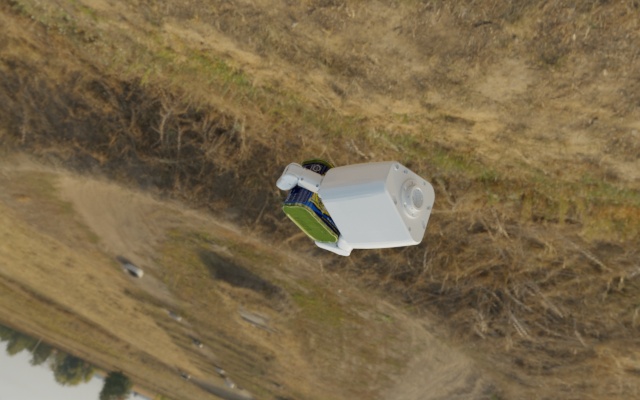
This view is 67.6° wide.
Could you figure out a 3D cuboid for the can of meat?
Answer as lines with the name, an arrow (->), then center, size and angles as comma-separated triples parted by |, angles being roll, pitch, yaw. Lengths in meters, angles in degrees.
can of meat -> 0.000, 0.002, 0.696 | 0.057, 0.084, 0.102 | -5, -39, 42
